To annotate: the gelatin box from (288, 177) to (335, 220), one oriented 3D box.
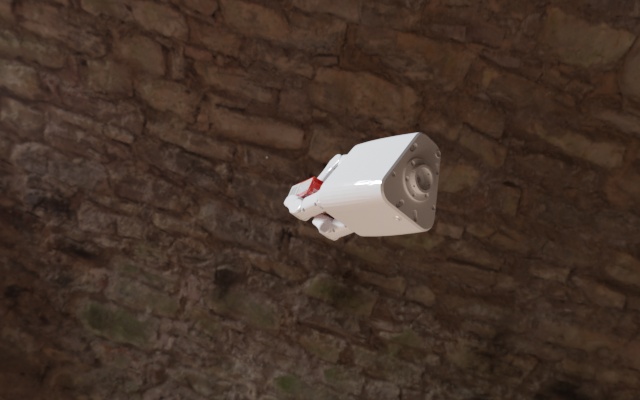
[{"bbox_3d":[0.000,0.002,0.676,0.073,0.030,0.089,30,-18,-17],"label":"gelatin box"}]
